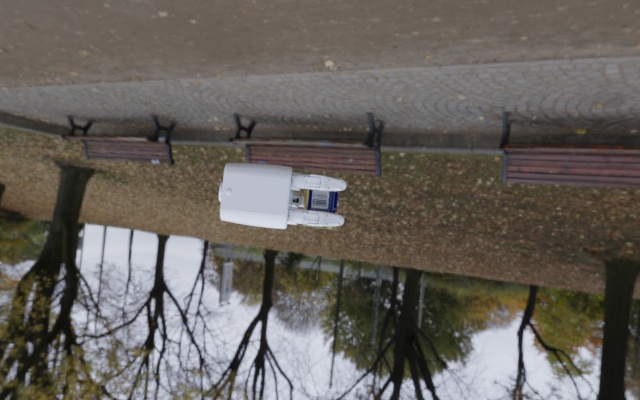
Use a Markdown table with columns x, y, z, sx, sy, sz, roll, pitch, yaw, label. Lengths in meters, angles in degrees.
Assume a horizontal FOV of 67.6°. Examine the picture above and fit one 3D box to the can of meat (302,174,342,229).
| x | y | z | sx | sy | sz | roll | pitch | yaw | label |
| --- | --- | --- | --- | --- | --- | --- | --- | --- | --- |
| 0.000 | 0.003 | 0.793 | 0.057 | 0.084 | 0.102 | 6 | -1 | -4 | can of meat |
